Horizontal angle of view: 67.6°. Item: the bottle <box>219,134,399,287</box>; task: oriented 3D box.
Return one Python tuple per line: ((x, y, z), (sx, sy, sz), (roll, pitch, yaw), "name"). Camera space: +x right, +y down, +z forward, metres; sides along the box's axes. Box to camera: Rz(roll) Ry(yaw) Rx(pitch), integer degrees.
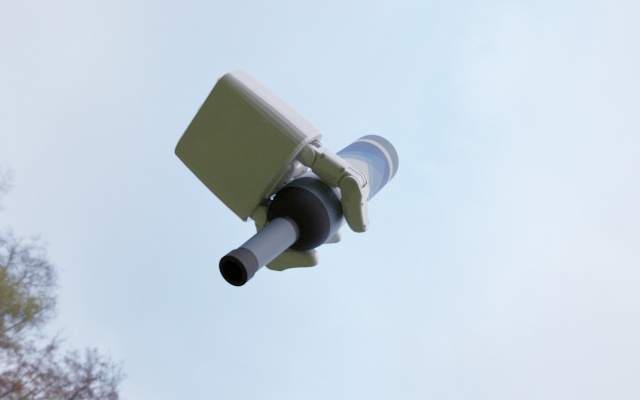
((0.000, 0.002, 0.484), (0.069, 0.069, 0.295), (0, 21, 30), "bottle")
